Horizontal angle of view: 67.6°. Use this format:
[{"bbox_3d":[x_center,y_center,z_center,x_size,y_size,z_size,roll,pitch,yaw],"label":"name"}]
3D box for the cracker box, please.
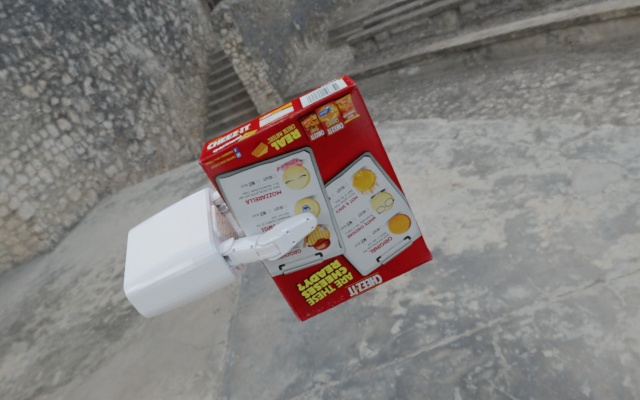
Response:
[{"bbox_3d":[0.000,0.002,0.503,0.164,0.214,0.072,-26,25,4],"label":"cracker box"}]
